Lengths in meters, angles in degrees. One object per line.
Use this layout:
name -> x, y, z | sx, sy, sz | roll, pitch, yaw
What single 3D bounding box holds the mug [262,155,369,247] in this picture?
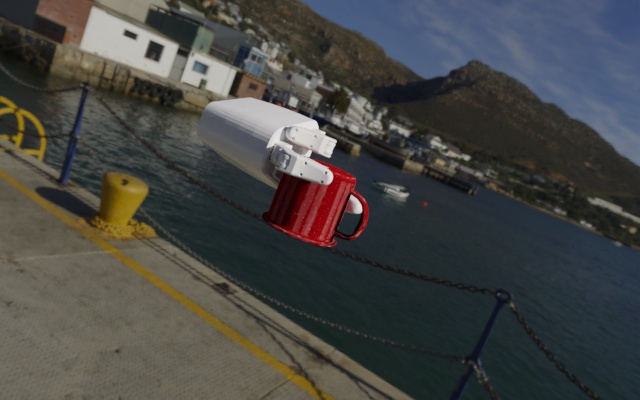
mug -> 0.001, 0.002, 0.546 | 0.117, 0.081, 0.093 | 25, 10, 21
